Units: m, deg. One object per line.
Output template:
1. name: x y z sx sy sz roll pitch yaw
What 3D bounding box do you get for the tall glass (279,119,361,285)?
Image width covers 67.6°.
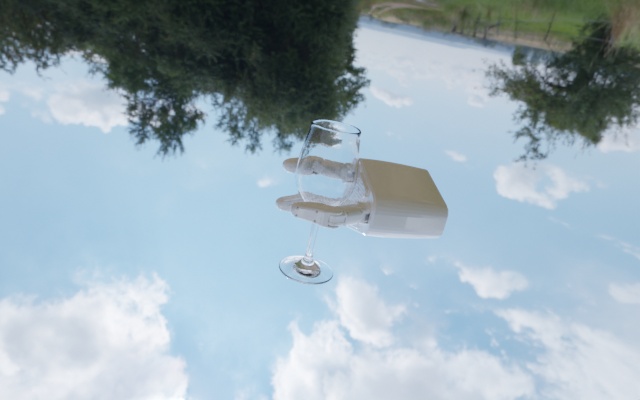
1. tall glass: 0.000 0.003 0.608 0.079 0.201 0.079 10 20 -4
